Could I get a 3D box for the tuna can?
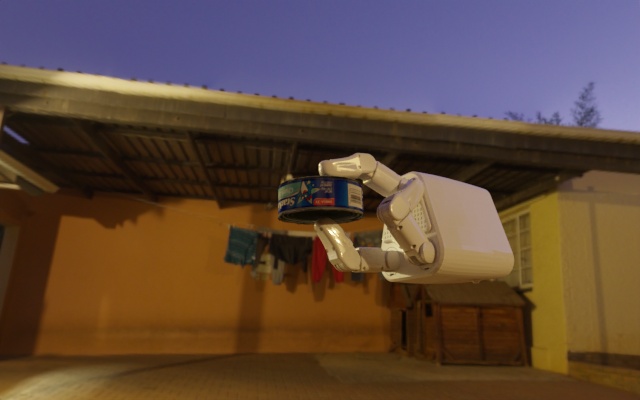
[{"bbox_3d":[0.000,0.001,0.477,0.086,0.033,0.086,-1,-12,0],"label":"tuna can"}]
